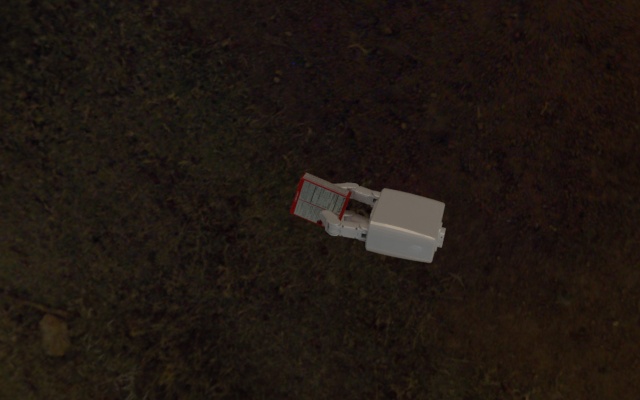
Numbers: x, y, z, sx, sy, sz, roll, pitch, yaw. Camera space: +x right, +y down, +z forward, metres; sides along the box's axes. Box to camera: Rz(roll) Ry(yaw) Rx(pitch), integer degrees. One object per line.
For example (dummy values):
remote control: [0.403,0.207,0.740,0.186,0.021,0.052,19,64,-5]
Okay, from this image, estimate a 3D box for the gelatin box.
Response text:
gelatin box: [0.000,0.003,0.817,0.089,0.073,0.030,22,29,5]
